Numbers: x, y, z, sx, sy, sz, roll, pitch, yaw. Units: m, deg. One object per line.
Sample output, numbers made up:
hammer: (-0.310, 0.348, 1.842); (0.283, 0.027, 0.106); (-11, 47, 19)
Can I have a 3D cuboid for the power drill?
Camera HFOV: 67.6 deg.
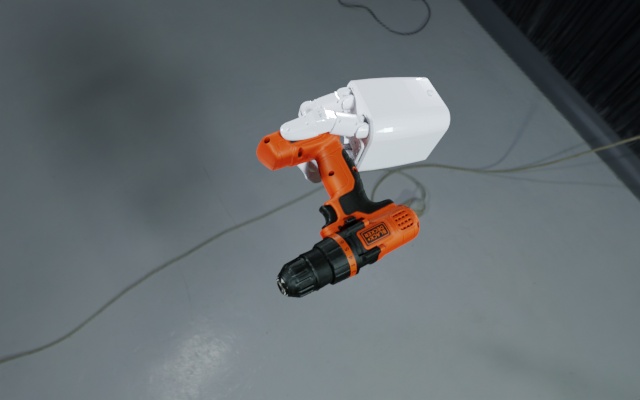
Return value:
power drill: (0.000, 0.001, 0.558); (0.184, 0.187, 0.057); (-24, -15, -25)
